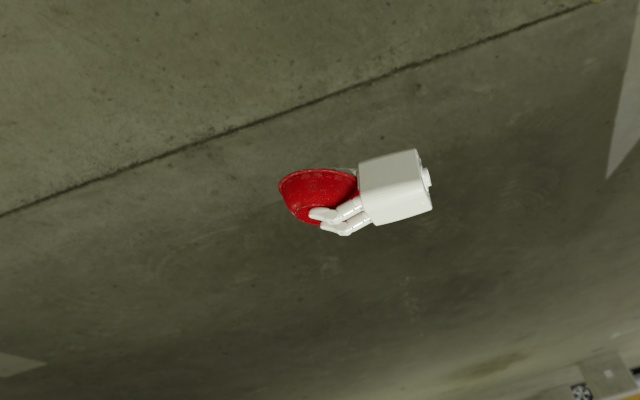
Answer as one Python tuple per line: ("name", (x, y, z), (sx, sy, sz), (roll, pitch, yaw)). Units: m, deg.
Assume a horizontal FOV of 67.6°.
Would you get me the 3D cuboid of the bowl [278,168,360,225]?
("bowl", (-0.001, 0.004, 0.881), (0.162, 0.055, 0.162), (2, -25, 1))
